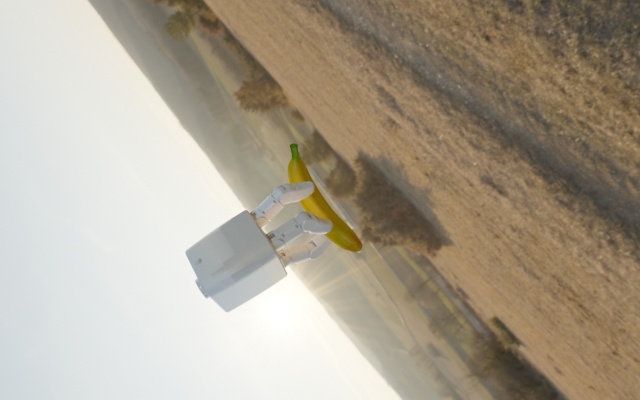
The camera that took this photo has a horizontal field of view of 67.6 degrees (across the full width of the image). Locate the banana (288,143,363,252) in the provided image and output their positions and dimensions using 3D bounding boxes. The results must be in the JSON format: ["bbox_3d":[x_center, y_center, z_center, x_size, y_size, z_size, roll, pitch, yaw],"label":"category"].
[{"bbox_3d":[-0.002,0.007,0.726,0.037,0.197,0.070,-29,-20,-14],"label":"banana"}]
